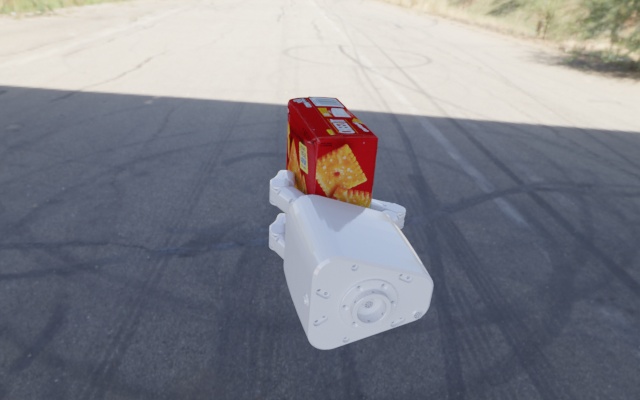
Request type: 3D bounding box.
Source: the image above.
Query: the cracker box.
[{"bbox_3d":[0.000,0.002,0.560,0.072,0.214,0.164,-2,26,-14],"label":"cracker box"}]
